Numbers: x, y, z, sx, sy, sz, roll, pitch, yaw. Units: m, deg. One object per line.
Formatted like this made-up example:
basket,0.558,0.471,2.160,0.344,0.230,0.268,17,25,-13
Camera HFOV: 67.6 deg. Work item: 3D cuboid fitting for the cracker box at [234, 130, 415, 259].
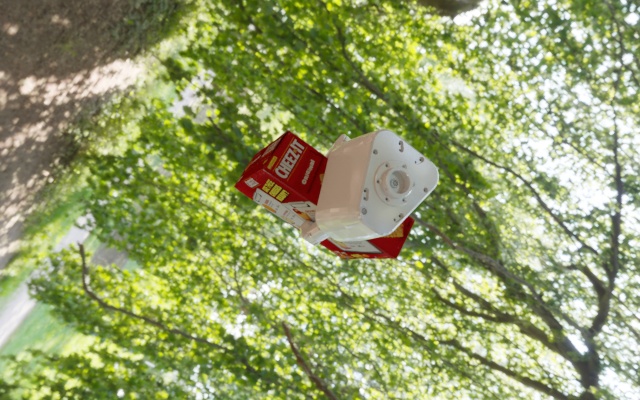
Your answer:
cracker box,0.000,0.002,0.677,0.214,0.072,0.164,35,-18,-16
